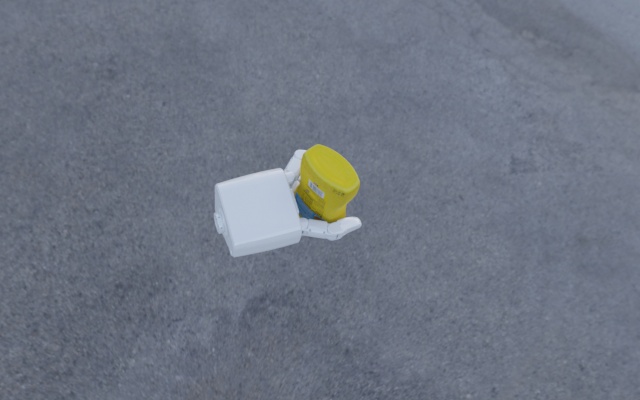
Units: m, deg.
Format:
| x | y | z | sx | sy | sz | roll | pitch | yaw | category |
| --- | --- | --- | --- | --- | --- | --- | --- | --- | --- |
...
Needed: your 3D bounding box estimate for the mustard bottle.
| x | y | z | sx | sy | sz | roll | pitch | yaw | category |
| --- | --- | --- | --- | --- | --- | --- | --- | --- | --- |
| 0.000 | 0.002 | 0.771 | 0.058 | 0.096 | 0.192 | -38 | -19 | -30 | mustard bottle |
